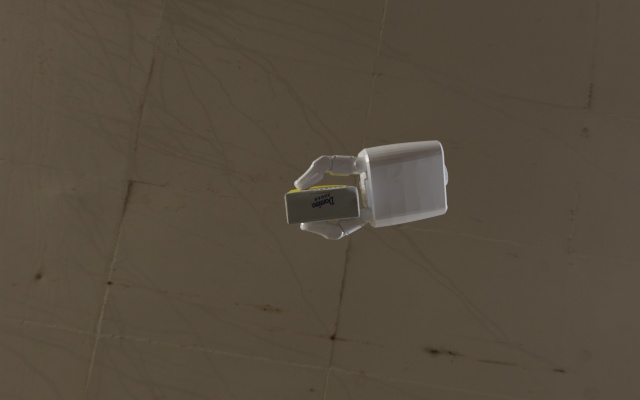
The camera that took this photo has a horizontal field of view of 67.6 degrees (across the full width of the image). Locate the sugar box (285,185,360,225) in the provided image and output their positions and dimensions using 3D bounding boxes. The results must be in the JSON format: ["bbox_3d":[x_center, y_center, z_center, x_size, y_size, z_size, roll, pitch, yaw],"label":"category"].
[{"bbox_3d":[0.000,0.002,0.678,0.093,0.048,0.176,-6,0,-2],"label":"sugar box"}]
